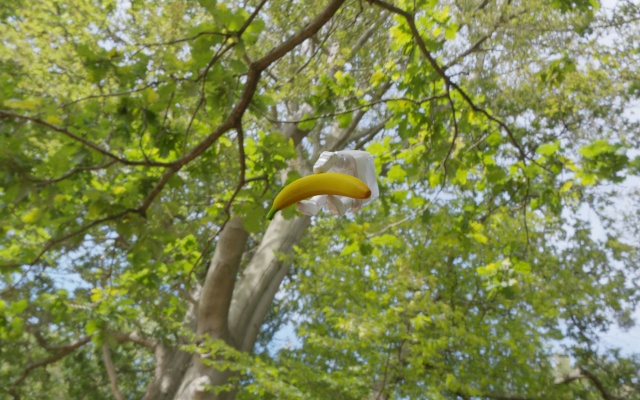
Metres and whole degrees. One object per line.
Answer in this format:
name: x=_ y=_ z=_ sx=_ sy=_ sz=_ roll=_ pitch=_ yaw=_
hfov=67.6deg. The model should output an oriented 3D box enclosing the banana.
banana: x=-0.003 y=-0.014 z=0.802 sx=0.198 sy=0.069 sz=0.037 roll=-15 pitch=-26 yaw=29
